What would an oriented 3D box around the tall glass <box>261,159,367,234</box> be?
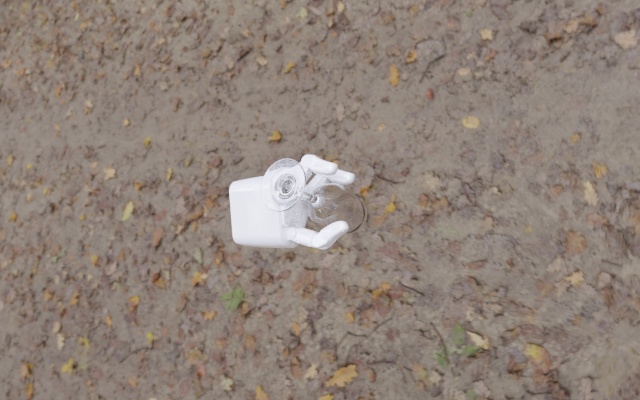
[{"bbox_3d":[0.000,0.002,0.723,0.079,0.079,0.201,0,-14,33],"label":"tall glass"}]
